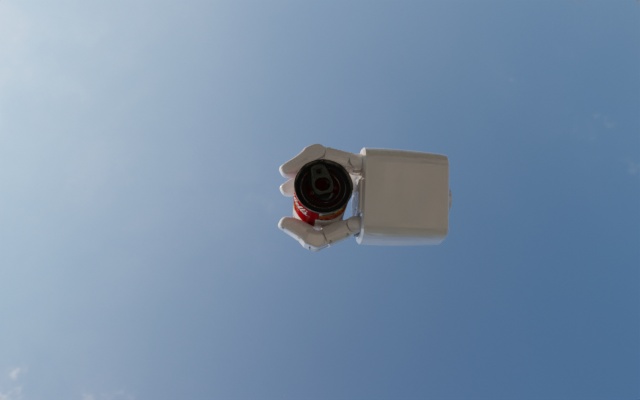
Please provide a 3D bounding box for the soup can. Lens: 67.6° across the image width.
[{"bbox_3d":[0.000,0.002,0.588,0.068,0.068,0.102,0,-22,-4],"label":"soup can"}]
